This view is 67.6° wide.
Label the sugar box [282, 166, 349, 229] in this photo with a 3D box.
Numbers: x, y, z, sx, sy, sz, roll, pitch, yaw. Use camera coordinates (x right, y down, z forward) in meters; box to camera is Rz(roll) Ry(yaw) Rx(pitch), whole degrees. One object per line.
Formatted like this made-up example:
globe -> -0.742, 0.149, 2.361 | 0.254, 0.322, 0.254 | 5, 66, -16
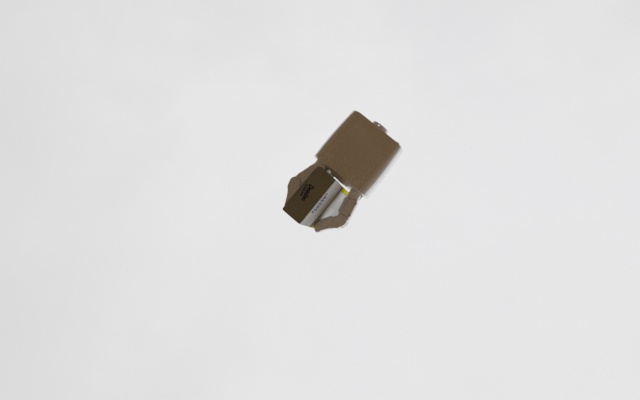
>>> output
sugar box -> 0.000, 0.002, 0.828 | 0.048, 0.093, 0.176 | 40, 1, 17
